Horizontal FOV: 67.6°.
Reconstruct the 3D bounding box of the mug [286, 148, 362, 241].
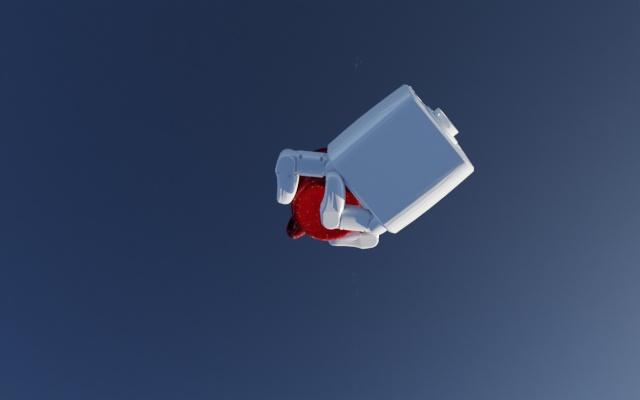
[{"bbox_3d":[-0.001,0.003,0.570,0.117,0.093,0.081,-41,17,19],"label":"mug"}]
